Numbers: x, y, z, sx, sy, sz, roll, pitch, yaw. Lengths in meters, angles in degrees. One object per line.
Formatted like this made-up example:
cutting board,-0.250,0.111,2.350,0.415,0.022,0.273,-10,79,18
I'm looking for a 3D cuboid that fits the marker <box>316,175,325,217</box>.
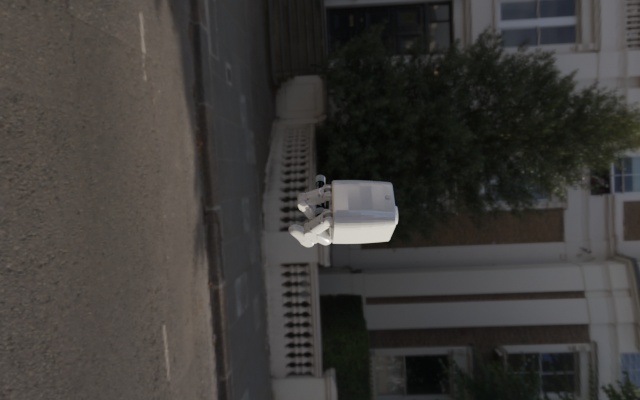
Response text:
marker,0.000,0.003,0.892,0.020,0.121,0.020,0,-38,0
